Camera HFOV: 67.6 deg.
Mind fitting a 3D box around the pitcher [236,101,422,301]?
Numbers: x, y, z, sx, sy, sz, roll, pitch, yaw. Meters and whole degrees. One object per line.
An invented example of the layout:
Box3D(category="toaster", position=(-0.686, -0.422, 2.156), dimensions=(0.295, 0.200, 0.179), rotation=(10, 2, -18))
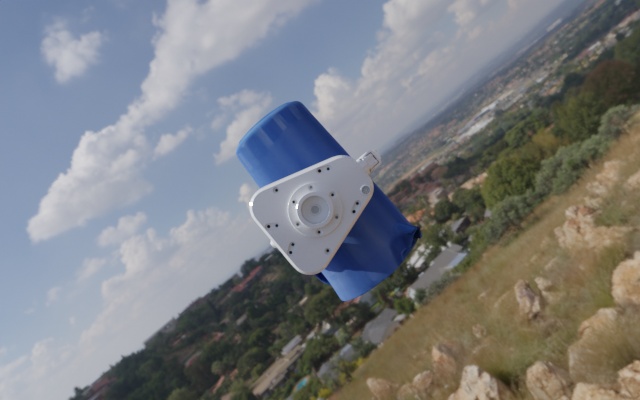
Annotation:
Box3D(category="pitcher", position=(0.000, 0.002, 0.618), dimensions=(0.149, 0.243, 0.145), rotation=(-39, 1, 2))
